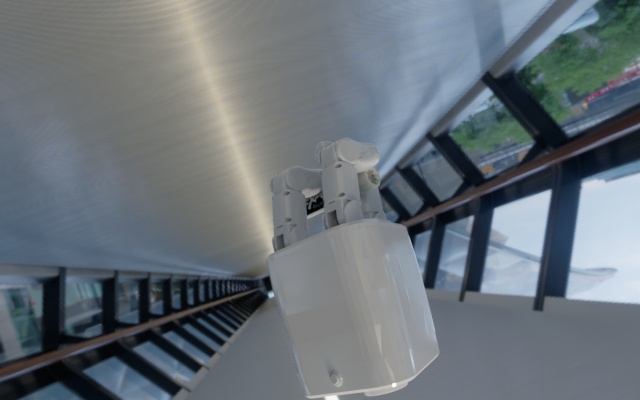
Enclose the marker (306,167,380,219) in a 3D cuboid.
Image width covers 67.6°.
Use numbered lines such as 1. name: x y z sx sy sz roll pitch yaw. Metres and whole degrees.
1. marker: 0.000 0.001 0.415 0.121 0.020 0.020 -26 -18 40
